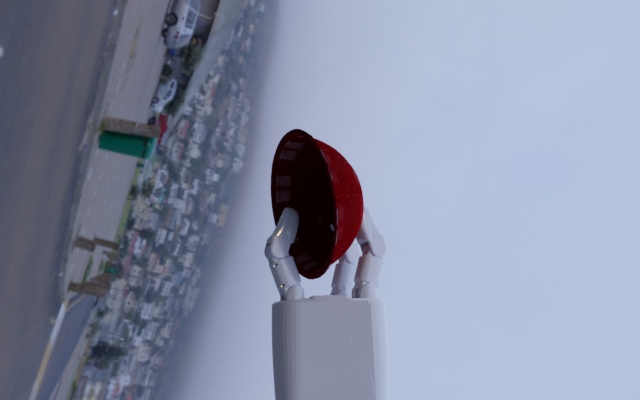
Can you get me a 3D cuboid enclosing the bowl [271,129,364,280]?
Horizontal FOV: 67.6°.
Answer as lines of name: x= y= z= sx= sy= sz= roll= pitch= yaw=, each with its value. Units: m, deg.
bowl: x=0.000 y=0.000 z=0.523 sx=0.055 sy=0.162 sz=0.162 roll=-8 pitch=4 yaw=-27
